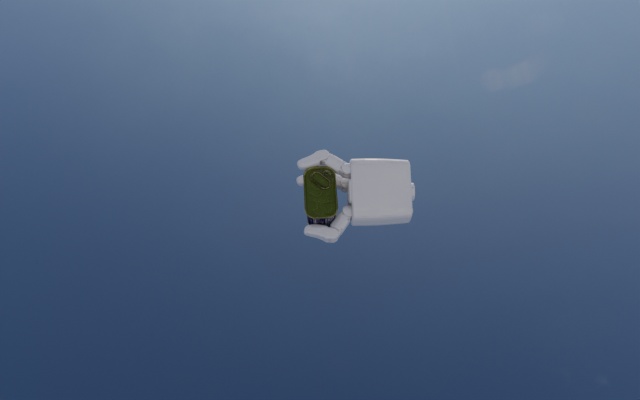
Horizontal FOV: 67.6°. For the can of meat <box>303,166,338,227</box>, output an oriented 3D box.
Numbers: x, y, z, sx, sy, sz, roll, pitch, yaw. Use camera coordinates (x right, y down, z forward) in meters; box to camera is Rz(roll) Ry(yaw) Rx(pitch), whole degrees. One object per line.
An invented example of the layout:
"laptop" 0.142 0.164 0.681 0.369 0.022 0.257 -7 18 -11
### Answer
"can of meat" 0.000 0.003 0.861 0.057 0.102 0.084 -3 -27 -1
